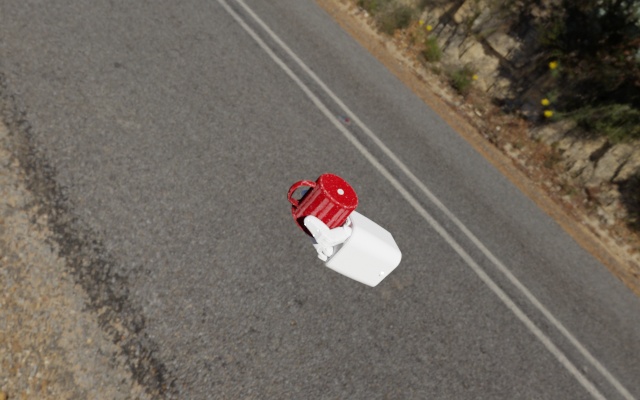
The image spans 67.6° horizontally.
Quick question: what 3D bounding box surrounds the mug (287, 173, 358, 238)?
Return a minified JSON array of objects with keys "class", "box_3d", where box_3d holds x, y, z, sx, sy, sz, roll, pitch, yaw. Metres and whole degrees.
[{"class":"mug","box_3d":[-0.001,0.002,0.812,0.117,0.081,0.093,29,33,-19]}]
